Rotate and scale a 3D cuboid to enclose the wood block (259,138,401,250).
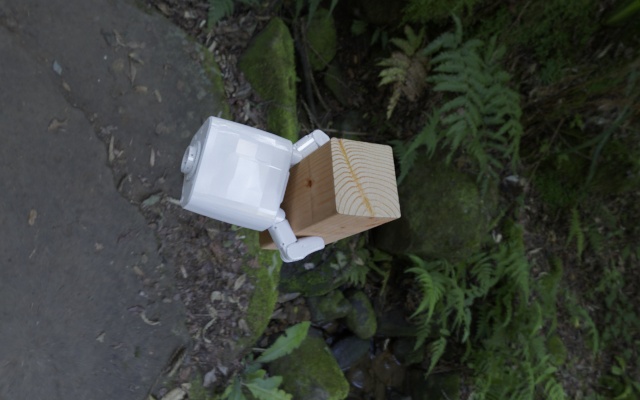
[{"bbox_3d":[0.000,0.002,0.625,0.090,0.090,0.206,4,-17,-30],"label":"wood block"}]
